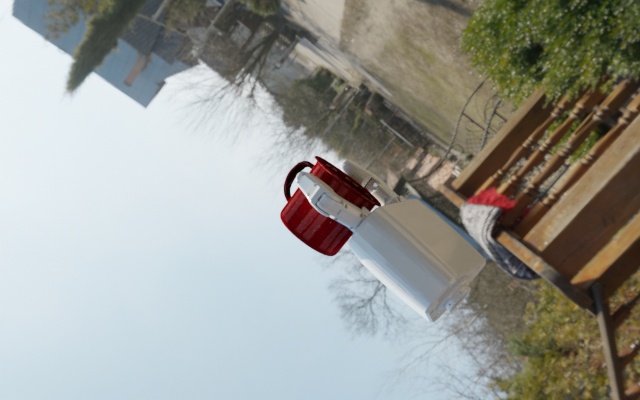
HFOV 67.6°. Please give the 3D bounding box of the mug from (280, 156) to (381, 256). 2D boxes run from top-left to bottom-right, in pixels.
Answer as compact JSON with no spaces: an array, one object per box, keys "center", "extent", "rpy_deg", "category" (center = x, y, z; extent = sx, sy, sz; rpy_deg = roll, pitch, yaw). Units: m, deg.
[{"center":[-0.001,0.001,0.548],"extent":[0.117,0.081,0.093],"rpy_deg":[42,10,28],"category":"mug"}]
